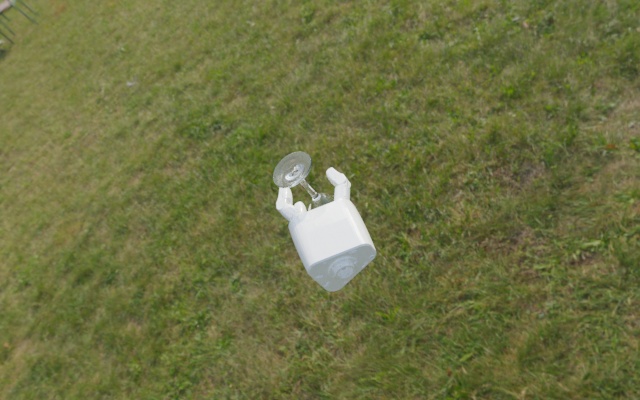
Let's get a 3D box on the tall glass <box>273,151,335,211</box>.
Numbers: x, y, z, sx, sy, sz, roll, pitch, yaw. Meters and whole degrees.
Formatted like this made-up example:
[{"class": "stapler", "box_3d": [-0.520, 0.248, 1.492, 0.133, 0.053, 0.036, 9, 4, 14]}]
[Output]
[{"class": "tall glass", "box_3d": [0.000, 0.002, 0.854, 0.079, 0.079, 0.201, 0, -33, 34]}]
